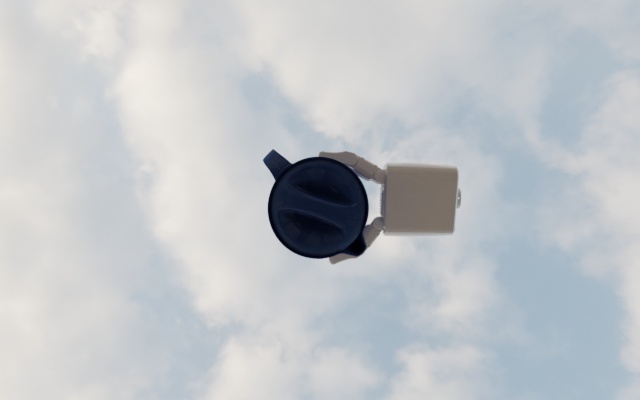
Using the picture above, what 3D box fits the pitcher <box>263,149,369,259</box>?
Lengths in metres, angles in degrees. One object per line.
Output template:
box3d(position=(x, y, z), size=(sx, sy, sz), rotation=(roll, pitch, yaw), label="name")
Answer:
box3d(position=(0.000, 0.002, 0.733), size=(0.145, 0.149, 0.243), rotation=(-1, 0, 5), label="pitcher")
